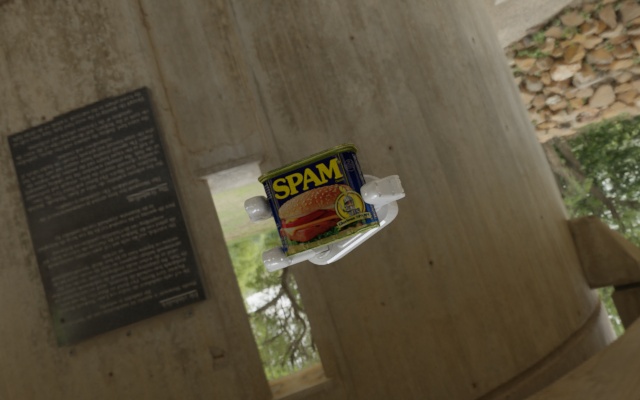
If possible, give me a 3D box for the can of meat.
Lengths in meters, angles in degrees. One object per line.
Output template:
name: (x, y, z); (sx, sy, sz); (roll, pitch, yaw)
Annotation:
can of meat: (0.000, 0.002, 0.471); (0.102, 0.084, 0.057); (-20, -6, 11)
